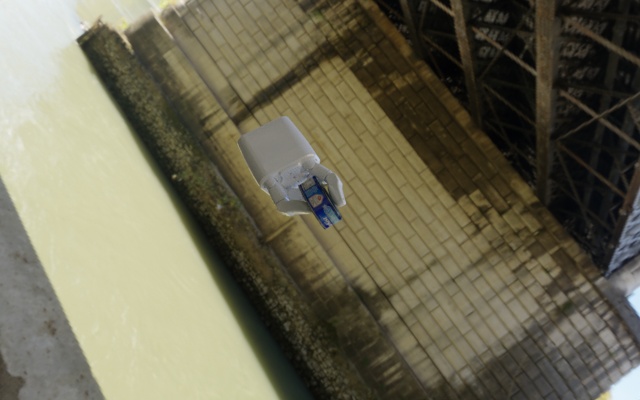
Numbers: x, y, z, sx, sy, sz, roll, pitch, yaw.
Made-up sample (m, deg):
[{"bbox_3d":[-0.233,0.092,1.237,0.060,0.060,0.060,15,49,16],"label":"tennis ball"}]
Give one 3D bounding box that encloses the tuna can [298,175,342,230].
[{"bbox_3d":[0.001,0.002,0.775,0.034,0.086,0.086,-32,-3,4],"label":"tuna can"}]
